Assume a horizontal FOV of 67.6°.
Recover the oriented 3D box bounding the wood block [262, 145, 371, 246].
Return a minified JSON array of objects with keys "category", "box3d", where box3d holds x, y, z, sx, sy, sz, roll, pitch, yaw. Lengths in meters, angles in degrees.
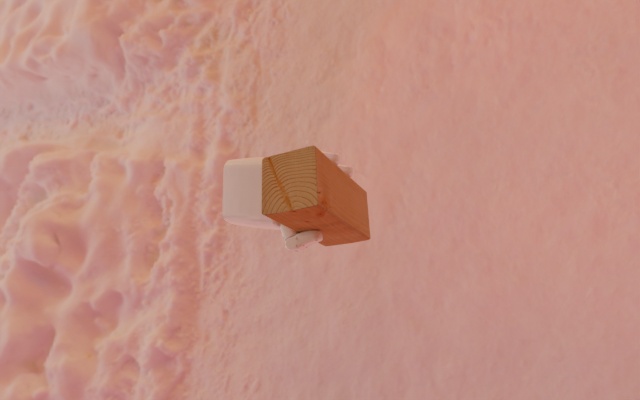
[{"category":"wood block","box3d":[0.000,0.003,0.749,0.090,0.090,0.206,-11,-21,23]}]
